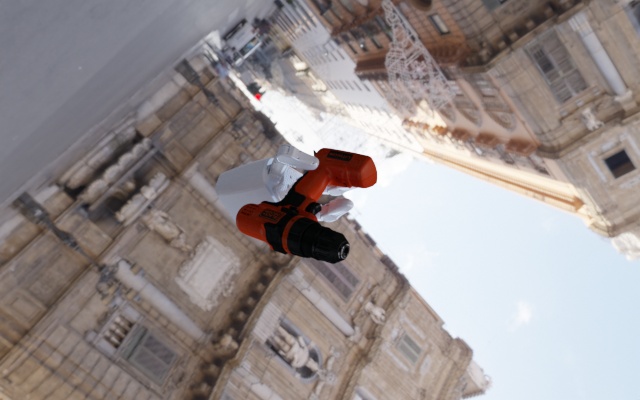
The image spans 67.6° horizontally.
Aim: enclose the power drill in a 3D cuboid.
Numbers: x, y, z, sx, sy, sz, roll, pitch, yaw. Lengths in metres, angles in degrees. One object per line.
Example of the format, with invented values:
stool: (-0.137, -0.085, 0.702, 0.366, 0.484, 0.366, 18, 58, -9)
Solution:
power drill: (0.000, 0.002, 0.663, 0.184, 0.057, 0.187, 16, 45, 36)
